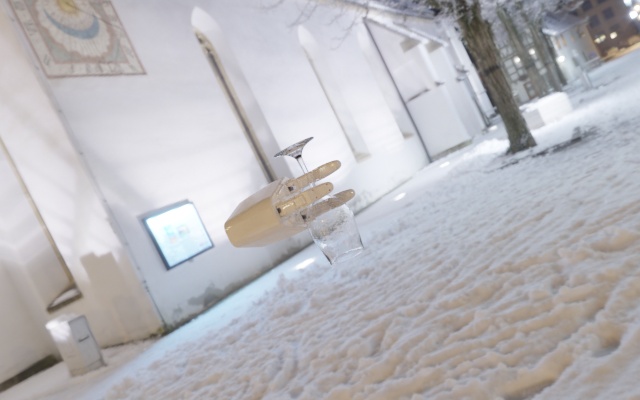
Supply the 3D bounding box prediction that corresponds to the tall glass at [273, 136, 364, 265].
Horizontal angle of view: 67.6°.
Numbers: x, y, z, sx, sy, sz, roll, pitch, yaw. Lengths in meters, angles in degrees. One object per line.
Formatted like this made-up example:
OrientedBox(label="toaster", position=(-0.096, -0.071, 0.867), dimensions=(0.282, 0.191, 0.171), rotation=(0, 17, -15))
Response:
OrientedBox(label="tall glass", position=(0.000, 0.002, 0.776), dimensions=(0.079, 0.201, 0.079), rotation=(-27, 2, 1))
